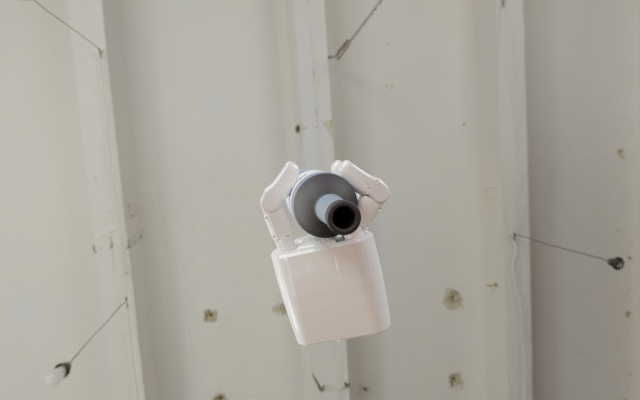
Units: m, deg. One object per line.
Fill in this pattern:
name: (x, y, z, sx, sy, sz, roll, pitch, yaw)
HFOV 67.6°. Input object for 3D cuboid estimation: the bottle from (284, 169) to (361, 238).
bottle: (0.000, 0.002, 0.517, 0.069, 0.069, 0.295, 0, 5, -7)
